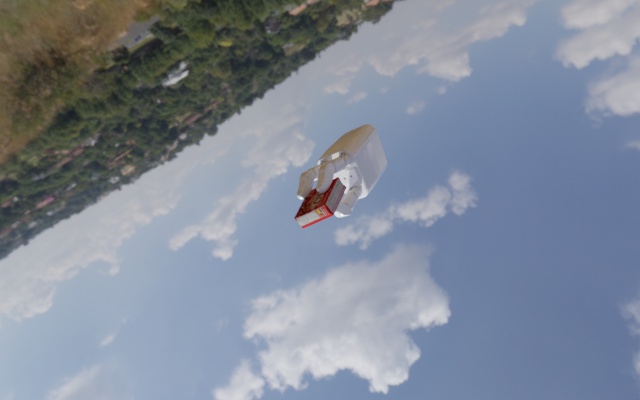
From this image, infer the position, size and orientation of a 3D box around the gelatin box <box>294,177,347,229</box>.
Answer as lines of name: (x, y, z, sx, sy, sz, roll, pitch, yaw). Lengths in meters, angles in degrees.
gelatin box: (0.000, 0.003, 0.859, 0.073, 0.030, 0.089, -25, 25, 34)
